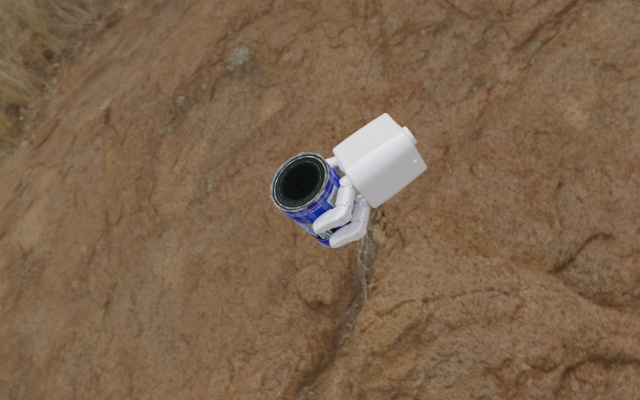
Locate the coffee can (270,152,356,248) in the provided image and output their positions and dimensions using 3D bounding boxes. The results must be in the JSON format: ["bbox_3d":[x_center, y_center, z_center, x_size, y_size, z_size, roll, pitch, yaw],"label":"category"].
[{"bbox_3d":[0.000,0.003,0.766,0.103,0.102,0.140,0,-27,32],"label":"coffee can"}]
